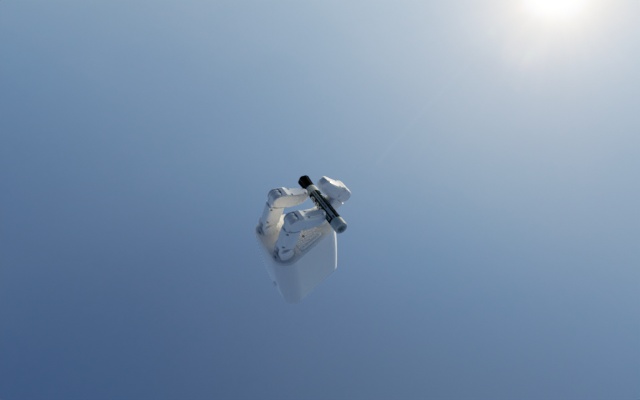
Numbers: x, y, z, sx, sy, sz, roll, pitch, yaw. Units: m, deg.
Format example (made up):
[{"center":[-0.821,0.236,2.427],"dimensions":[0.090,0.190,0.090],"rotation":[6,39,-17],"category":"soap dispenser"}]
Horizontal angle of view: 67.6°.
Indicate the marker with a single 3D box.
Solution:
[{"center":[0.000,0.002,0.681],"dimensions":[0.020,0.020,0.121],"rotation":[0,36,-36],"category":"marker"}]
